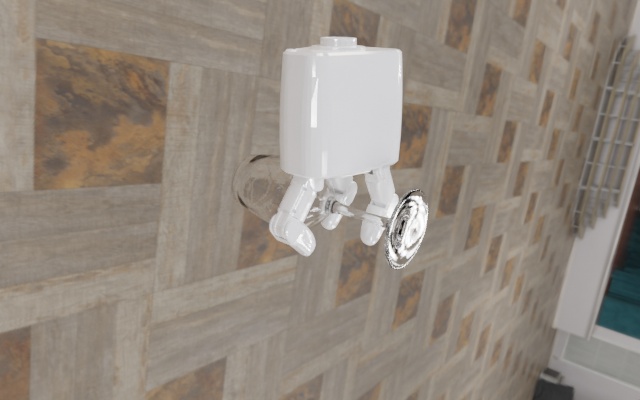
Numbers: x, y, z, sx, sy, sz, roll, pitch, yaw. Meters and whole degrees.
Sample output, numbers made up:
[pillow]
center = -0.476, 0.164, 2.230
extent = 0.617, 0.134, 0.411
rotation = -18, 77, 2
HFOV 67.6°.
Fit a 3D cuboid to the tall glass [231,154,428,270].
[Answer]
[tall glass]
center = 0.001, 0.002, 0.479
extent = 0.201, 0.079, 0.079
rotation = 17, 10, 35
